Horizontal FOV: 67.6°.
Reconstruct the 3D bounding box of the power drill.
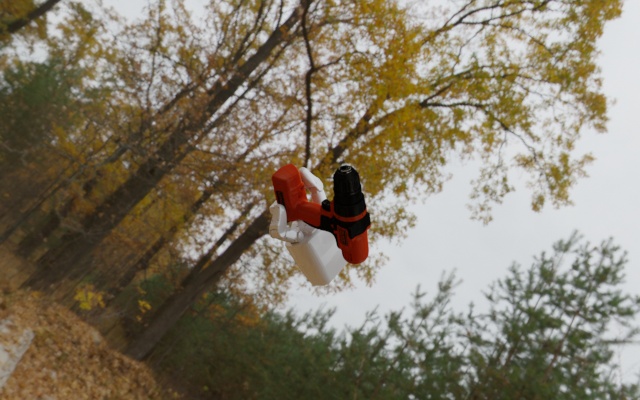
[{"bbox_3d":[0.000,0.003,0.794,0.057,0.185,0.187,-33,42,-31],"label":"power drill"}]
